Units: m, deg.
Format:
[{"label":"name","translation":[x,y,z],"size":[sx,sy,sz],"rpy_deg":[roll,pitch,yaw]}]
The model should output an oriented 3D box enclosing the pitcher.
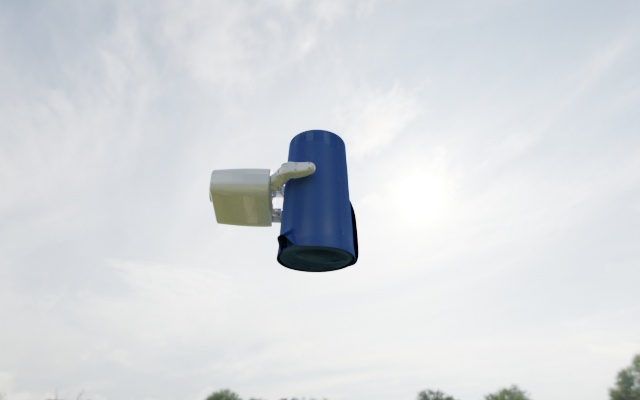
[{"label":"pitcher","translation":[0.000,0.003,0.860],"size":[0.145,0.242,0.149],"rpy_deg":[1,-27,0]}]
